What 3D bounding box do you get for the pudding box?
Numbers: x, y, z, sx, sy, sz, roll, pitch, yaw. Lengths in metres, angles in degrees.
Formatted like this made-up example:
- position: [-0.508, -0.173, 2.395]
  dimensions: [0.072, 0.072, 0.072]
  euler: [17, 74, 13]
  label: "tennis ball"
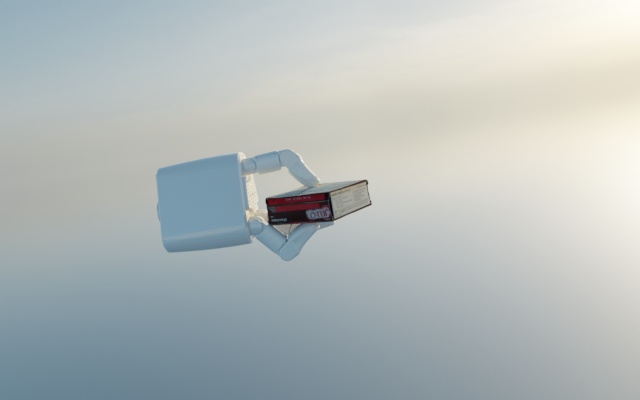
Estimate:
- position: [0.000, 0.002, 0.590]
  dimensions: [0.090, 0.039, 0.113]
  euler: [-4, 9, 30]
  label: "pudding box"
